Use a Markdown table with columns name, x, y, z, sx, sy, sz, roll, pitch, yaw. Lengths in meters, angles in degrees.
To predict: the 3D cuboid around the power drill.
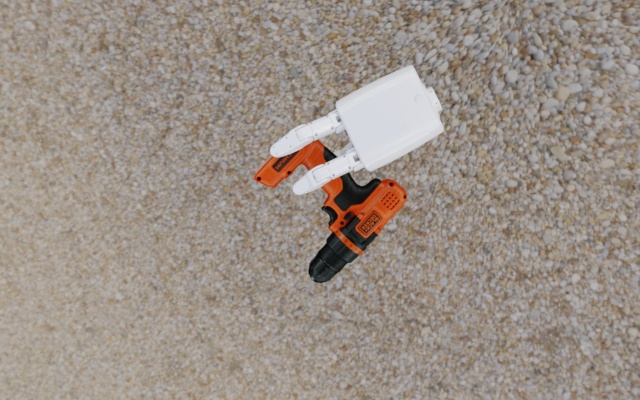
| name | x | y | z | sx | sy | sz | roll | pitch | yaw |
| --- | --- | --- | --- | --- | --- | --- | --- | --- | --- |
| power drill | 0.000 | 0.002 | 0.671 | 0.188 | 0.184 | 0.057 | 41 | 5 | -10 |
